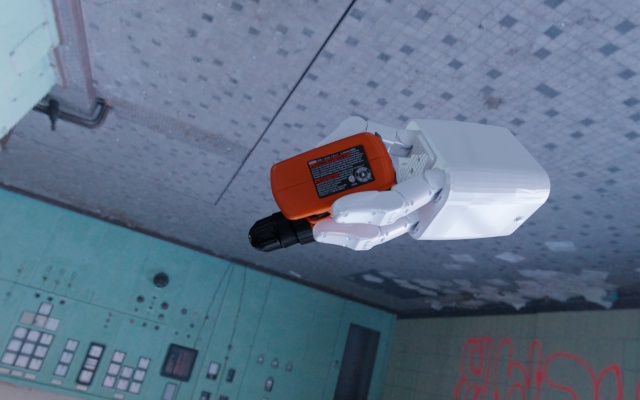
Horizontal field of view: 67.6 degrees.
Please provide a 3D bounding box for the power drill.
[{"bbox_3d":[0.000,0.001,0.489,0.184,0.057,0.188,-21,-11,-1],"label":"power drill"}]
